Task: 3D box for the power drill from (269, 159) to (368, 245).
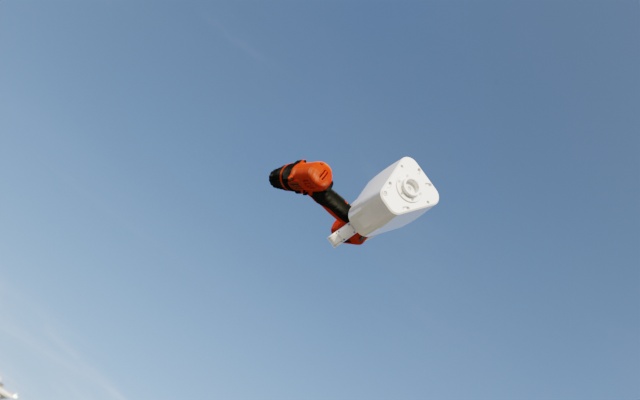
[{"bbox_3d":[0.001,0.003,0.887,0.188,0.057,0.184,44,-20,-24],"label":"power drill"}]
